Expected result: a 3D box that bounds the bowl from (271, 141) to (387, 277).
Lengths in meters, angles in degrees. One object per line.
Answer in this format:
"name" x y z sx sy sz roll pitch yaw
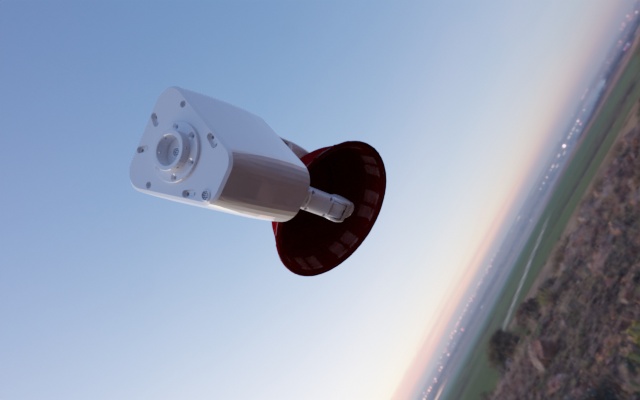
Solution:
"bowl" 0.000 0.002 0.534 0.162 0.162 0.055 0 24 -46
